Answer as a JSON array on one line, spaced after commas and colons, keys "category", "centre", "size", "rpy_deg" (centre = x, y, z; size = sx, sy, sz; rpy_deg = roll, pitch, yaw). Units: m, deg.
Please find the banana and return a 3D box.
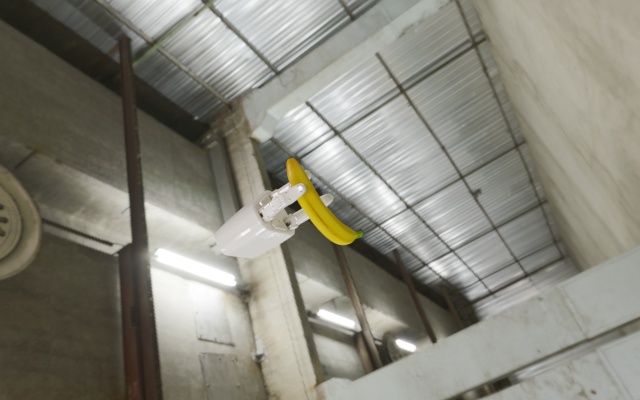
[{"category": "banana", "centre": [-0.001, 0.014, 0.837], "size": [0.037, 0.198, 0.069], "rpy_deg": [-34, 17, 24]}]
